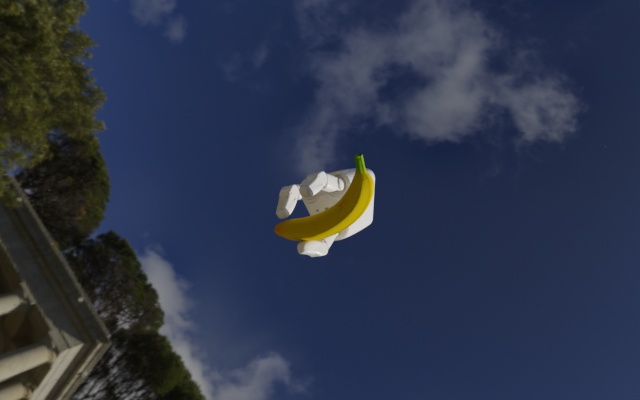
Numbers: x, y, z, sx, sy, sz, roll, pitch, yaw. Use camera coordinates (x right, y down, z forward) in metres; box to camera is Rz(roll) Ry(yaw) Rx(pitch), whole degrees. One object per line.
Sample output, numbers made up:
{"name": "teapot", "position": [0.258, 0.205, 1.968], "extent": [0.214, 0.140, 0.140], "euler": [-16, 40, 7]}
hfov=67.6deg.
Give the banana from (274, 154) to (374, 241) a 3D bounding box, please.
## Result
{"name": "banana", "position": [0.013, 0.016, 0.682], "extent": [0.198, 0.069, 0.037], "euler": [-40, -11, 33]}
